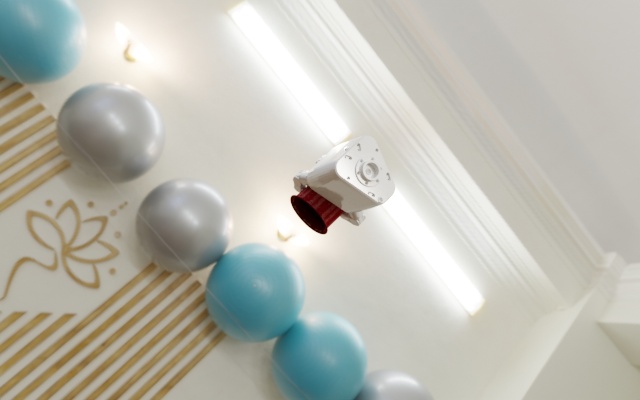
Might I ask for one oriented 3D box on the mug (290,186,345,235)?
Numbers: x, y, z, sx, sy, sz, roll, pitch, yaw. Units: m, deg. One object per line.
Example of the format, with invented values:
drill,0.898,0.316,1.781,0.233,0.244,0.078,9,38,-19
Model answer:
mug,0.000,0.003,0.885,0.081,0.093,0.117,-43,12,-22
